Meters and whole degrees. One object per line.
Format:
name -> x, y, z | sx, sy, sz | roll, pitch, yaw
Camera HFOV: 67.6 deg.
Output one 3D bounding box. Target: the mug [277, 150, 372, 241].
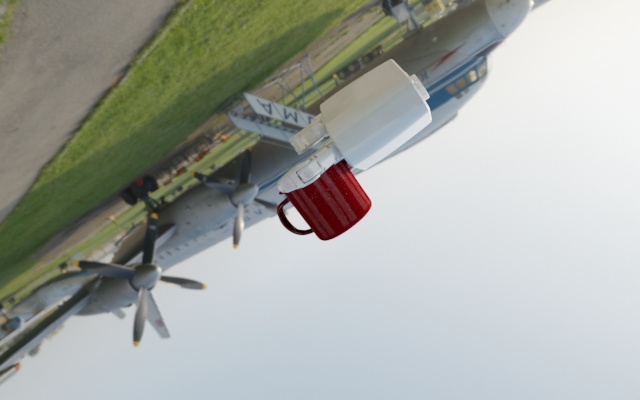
mug -> -0.001, 0.003, 0.592 | 0.117, 0.081, 0.093 | -34, 9, 16
